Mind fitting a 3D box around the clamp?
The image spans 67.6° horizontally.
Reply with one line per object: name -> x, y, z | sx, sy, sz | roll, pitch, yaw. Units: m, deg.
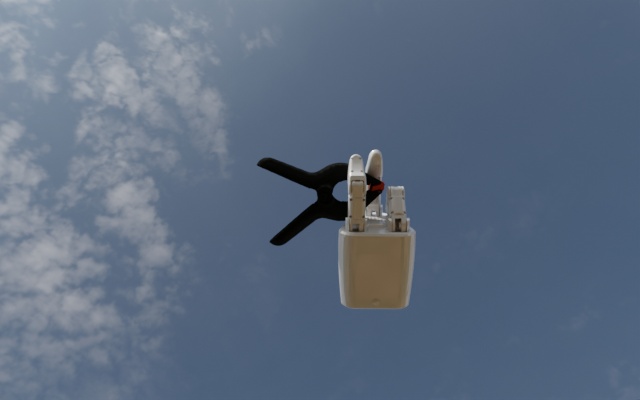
clamp -> 0.000, 0.002, 0.649 | 0.171, 0.120, 0.039 | 1, 14, 1
